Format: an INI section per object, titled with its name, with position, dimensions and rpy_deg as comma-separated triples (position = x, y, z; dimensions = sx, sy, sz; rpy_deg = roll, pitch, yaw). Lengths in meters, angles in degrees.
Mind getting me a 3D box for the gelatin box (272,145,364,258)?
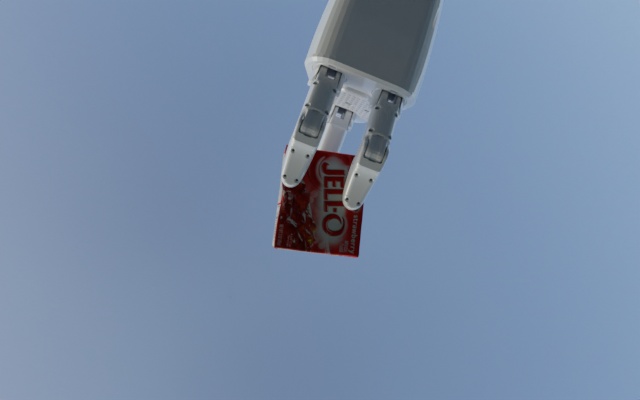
[gelatin box]
position = 0.000, 0.002, 0.415
dimensions = 0.073, 0.089, 0.030
rpy_deg = 7, -4, -7
